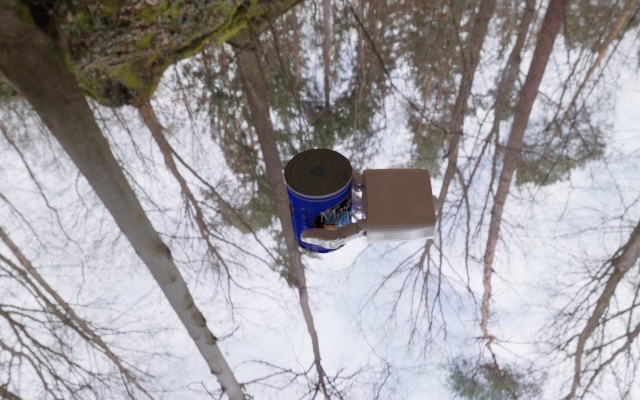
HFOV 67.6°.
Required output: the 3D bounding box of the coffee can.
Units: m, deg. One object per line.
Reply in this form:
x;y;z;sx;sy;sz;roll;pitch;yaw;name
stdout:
0.000;0.002;0.763;0.103;0.102;0.140;0;-43;4;coffee can
